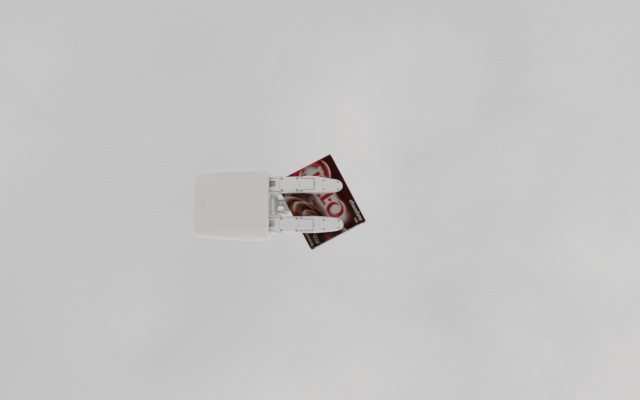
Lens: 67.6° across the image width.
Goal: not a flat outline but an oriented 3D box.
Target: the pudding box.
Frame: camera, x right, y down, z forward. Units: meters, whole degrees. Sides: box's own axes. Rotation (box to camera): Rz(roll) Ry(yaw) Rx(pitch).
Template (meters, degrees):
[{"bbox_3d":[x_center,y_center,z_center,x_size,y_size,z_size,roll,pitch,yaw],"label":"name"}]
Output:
[{"bbox_3d":[0.000,0.002,0.695,0.090,0.113,0.039,-28,-3,-3],"label":"pudding box"}]
